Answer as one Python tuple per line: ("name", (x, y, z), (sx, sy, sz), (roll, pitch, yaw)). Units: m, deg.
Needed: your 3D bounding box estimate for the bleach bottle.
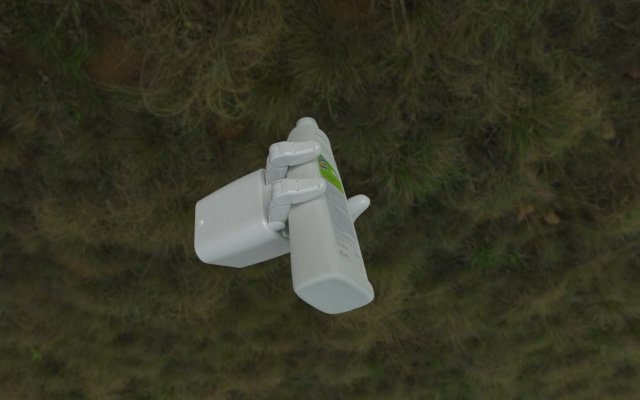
("bleach bottle", (0.000, 0.002, 0.583), (0.068, 0.250, 0.103), (-23, -38, 20))
